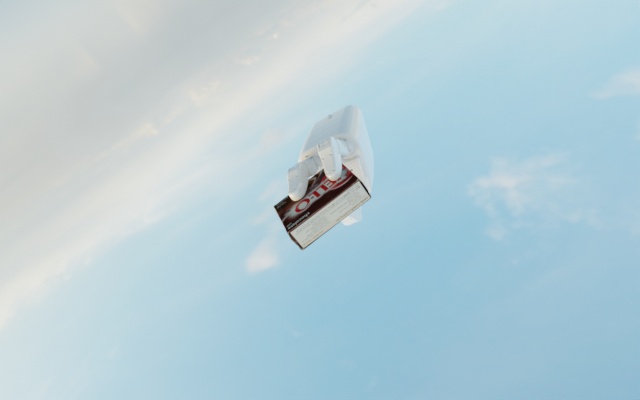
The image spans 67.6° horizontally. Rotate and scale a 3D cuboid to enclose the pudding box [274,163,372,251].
[{"bbox_3d":[0.000,0.002,0.621,0.113,0.039,0.090,-39,26,1],"label":"pudding box"}]
